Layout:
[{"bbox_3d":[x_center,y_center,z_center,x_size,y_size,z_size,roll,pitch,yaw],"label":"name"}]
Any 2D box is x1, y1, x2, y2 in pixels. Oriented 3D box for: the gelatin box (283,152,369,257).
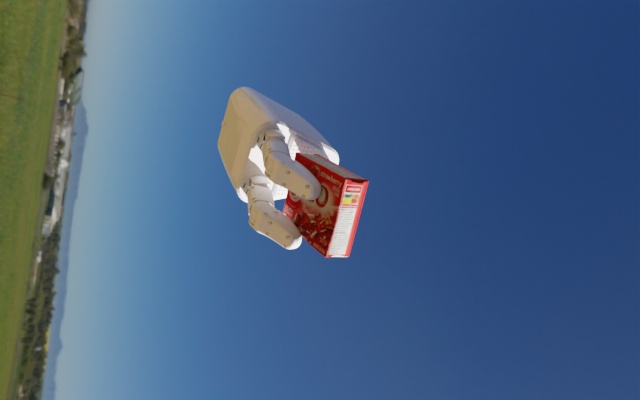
[{"bbox_3d":[0.001,0.002,0.443,0.030,0.073,0.089,3,19,-35],"label":"gelatin box"}]
